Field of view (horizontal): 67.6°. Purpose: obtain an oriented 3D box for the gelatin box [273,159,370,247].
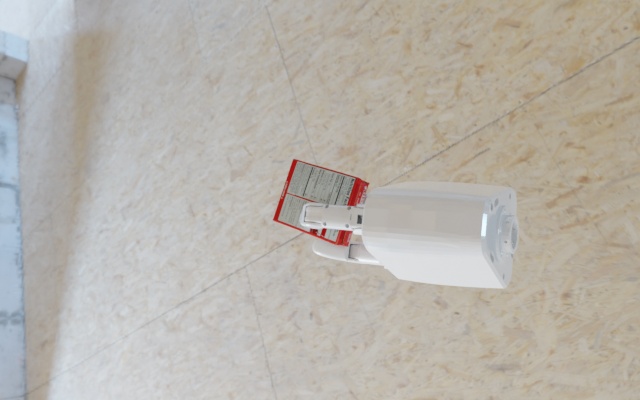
[{"bbox_3d":[0.000,0.002,0.514,0.089,0.073,0.030,18,1,30],"label":"gelatin box"}]
